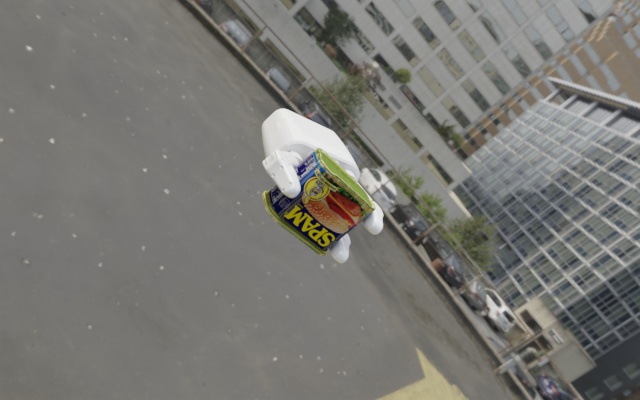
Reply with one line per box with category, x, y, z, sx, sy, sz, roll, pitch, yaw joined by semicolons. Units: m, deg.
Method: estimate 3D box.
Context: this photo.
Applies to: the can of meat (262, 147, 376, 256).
can of meat;0.000;0.002;0.544;0.102;0.084;0.057;41;16;-30
